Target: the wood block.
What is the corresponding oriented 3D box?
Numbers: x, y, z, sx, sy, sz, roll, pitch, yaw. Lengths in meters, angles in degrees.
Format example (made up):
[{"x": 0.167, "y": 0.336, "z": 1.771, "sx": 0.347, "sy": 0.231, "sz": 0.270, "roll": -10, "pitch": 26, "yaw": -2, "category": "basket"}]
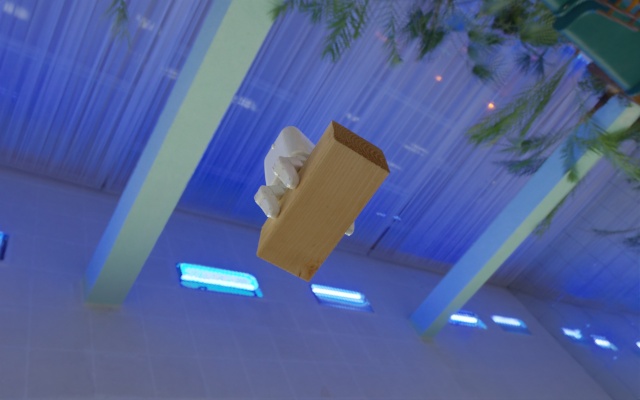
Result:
[{"x": 0.000, "y": 0.002, "z": 0.691, "sx": 0.091, "sy": 0.206, "sz": 0.090, "roll": 29, "pitch": 23, "yaw": -14, "category": "wood block"}]
